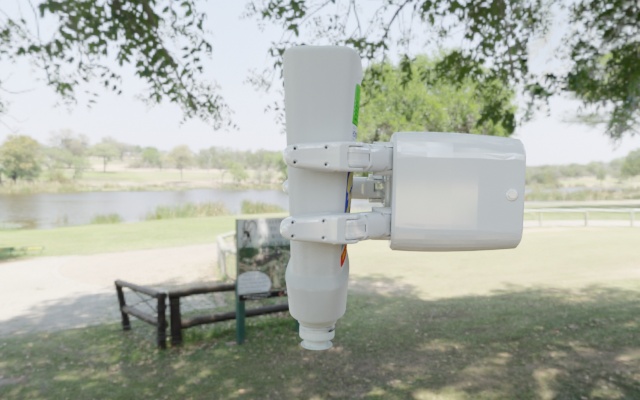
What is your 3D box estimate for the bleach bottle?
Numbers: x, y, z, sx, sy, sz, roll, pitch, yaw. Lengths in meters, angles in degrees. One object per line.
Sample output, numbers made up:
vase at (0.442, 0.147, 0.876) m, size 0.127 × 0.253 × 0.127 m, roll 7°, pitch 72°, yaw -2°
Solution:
bleach bottle at (0.000, 0.001, 0.422) m, size 0.068 × 0.251 × 0.102 m, roll 2°, pitch 4°, yaw 5°
